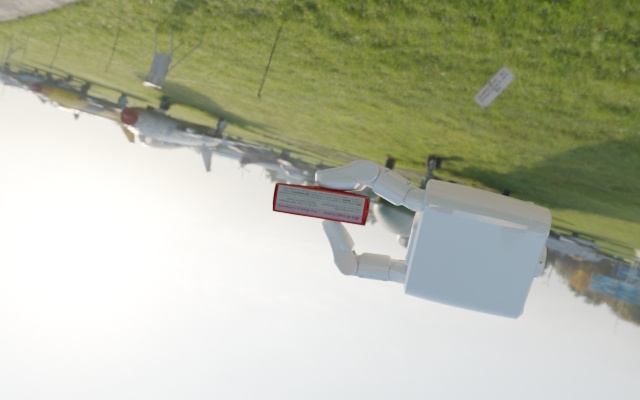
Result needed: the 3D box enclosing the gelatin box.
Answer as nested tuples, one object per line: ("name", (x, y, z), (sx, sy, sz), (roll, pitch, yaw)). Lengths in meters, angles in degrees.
("gelatin box", (0.000, 0.002, 0.469), (0.089, 0.030, 0.073), (8, 2, -1))
